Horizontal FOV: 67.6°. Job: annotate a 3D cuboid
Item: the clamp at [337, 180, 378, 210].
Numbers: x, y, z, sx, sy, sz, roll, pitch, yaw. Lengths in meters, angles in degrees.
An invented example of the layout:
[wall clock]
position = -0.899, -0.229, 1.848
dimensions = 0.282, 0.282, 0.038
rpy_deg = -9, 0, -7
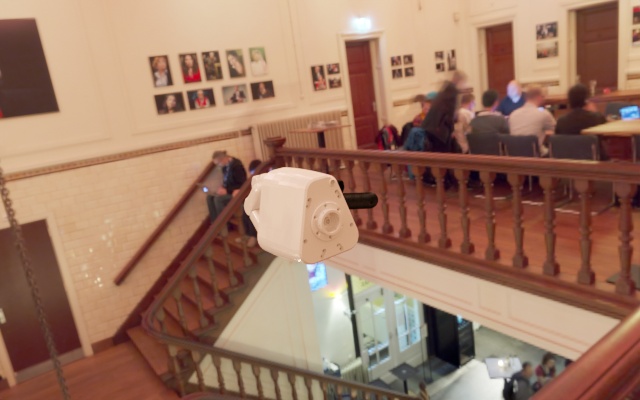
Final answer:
[clamp]
position = 0.000, 0.002, 0.738
dimensions = 0.171, 0.039, 0.120
rpy_deg = -17, 15, -32
